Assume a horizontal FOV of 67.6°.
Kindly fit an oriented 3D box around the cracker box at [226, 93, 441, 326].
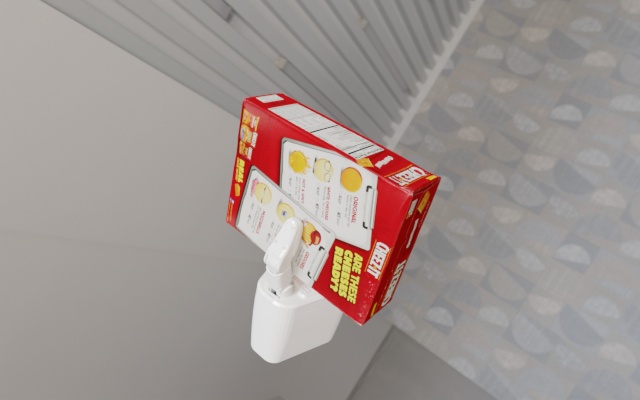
[{"bbox_3d":[0.000,0.002,0.514,0.213,0.164,0.072,32,35,26],"label":"cracker box"}]
